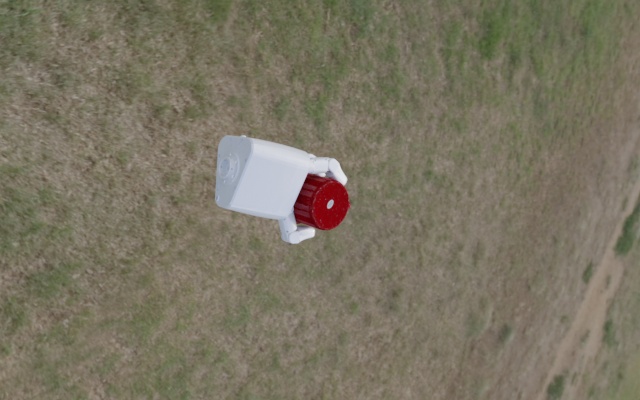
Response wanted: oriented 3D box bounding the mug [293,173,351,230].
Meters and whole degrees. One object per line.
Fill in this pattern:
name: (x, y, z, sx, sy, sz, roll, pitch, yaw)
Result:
mug: (0.001, 0.003, 0.779, 0.117, 0.093, 0.081, 10, 4, -42)
